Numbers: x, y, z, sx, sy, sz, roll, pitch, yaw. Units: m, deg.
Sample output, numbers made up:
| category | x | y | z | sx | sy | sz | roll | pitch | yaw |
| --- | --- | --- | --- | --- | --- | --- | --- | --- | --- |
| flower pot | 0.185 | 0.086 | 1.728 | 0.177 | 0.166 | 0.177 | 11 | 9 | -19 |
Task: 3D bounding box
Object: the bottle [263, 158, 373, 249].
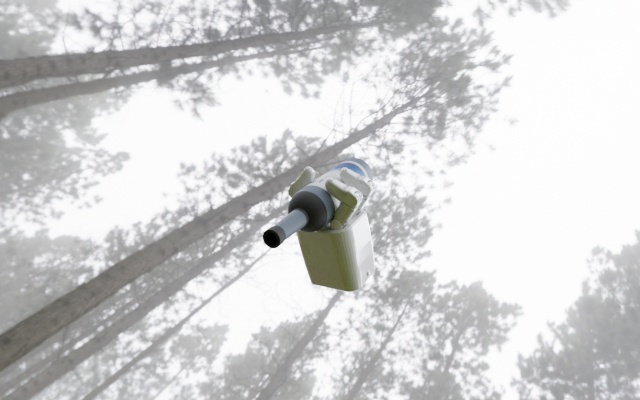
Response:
| category | x | y | z | sx | sy | sz | roll | pitch | yaw |
| --- | --- | --- | --- | --- | --- | --- | --- | --- | --- |
| bottle | 0.000 | 0.002 | 0.747 | 0.069 | 0.069 | 0.295 | 0 | 19 | 28 |
